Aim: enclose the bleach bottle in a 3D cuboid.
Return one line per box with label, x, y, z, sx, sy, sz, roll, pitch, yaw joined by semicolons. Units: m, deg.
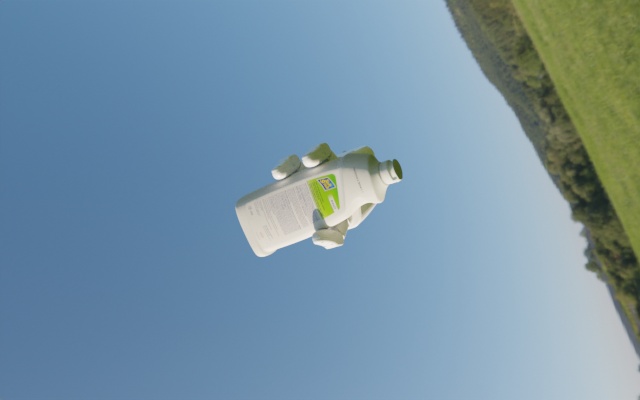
bleach bottle;0.000;0.002;0.678;0.251;0.102;0.068;-19;10;30
